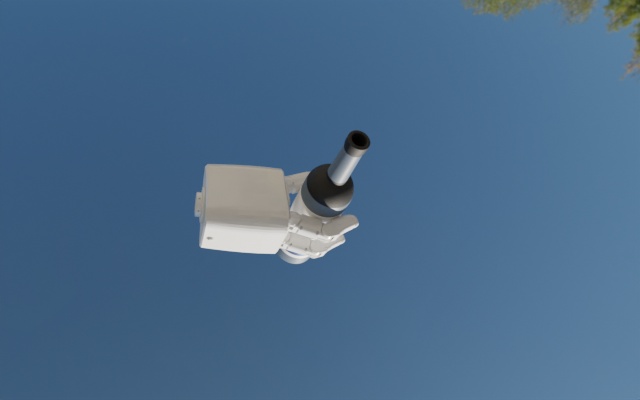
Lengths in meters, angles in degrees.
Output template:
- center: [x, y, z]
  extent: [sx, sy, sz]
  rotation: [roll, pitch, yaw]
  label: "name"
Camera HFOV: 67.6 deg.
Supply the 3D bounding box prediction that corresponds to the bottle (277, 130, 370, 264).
- center: [0.000, 0.002, 0.659]
  extent: [0.069, 0.069, 0.296]
  rotation: [0, -29, -20]
  label: "bottle"
